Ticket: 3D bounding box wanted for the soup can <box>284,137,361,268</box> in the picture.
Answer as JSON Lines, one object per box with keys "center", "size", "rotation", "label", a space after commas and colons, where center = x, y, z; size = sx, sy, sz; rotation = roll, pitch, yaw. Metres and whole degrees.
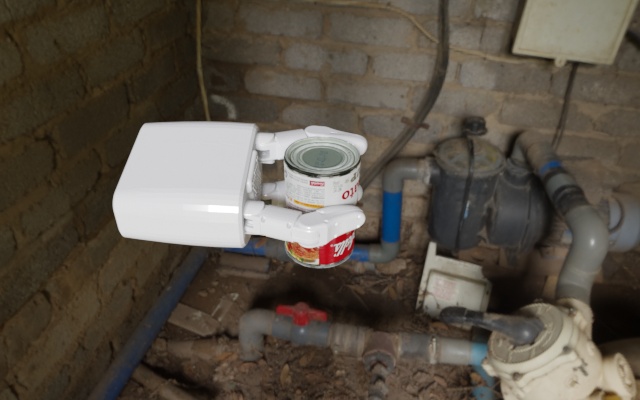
{"center": [0.001, 0.001, 0.436], "size": [0.068, 0.102, 0.068], "rotation": [1, 35, -1], "label": "soup can"}
